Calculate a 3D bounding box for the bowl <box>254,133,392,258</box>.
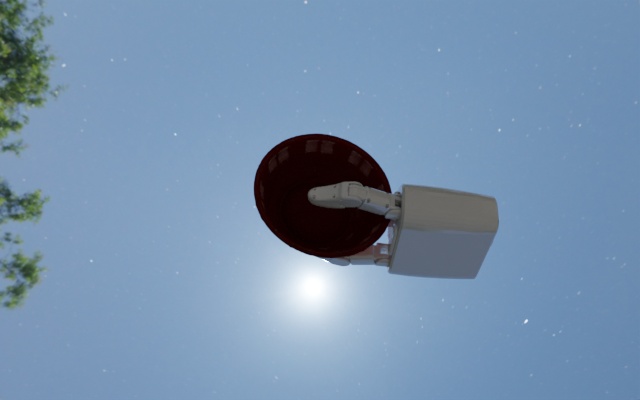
[{"bbox_3d":[-0.001,0.002,0.562,0.162,0.162,0.055,0,-28,-14],"label":"bowl"}]
